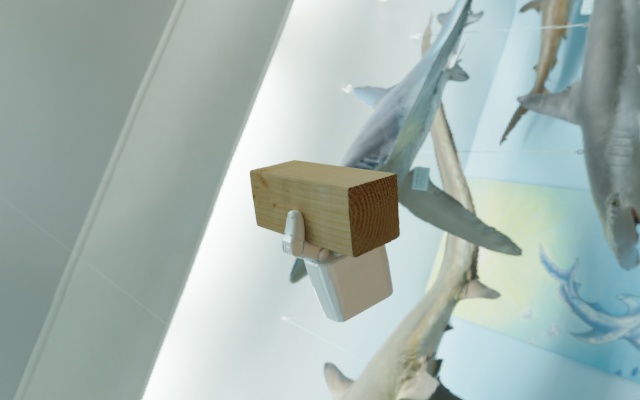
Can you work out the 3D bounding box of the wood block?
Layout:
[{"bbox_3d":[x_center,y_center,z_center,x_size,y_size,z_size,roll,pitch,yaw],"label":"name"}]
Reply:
[{"bbox_3d":[0.000,0.003,0.662,0.091,0.090,0.206,-19,20,-39],"label":"wood block"}]
